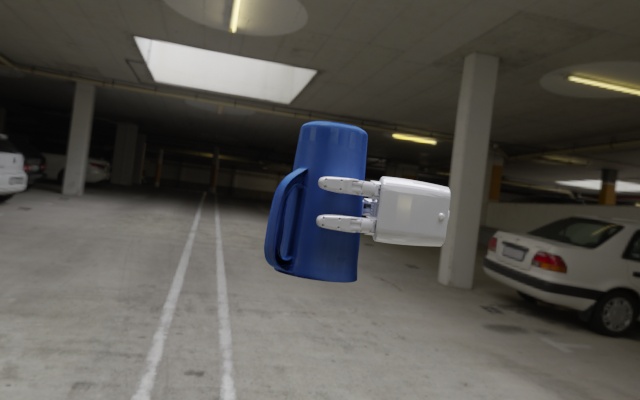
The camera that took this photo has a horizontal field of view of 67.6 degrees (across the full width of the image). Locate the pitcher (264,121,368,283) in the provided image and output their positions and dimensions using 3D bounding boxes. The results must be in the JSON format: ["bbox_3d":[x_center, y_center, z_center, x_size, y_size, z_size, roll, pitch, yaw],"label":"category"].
[{"bbox_3d":[0.000,0.002,0.749,0.145,0.243,0.149,7,-1,0],"label":"pitcher"}]
